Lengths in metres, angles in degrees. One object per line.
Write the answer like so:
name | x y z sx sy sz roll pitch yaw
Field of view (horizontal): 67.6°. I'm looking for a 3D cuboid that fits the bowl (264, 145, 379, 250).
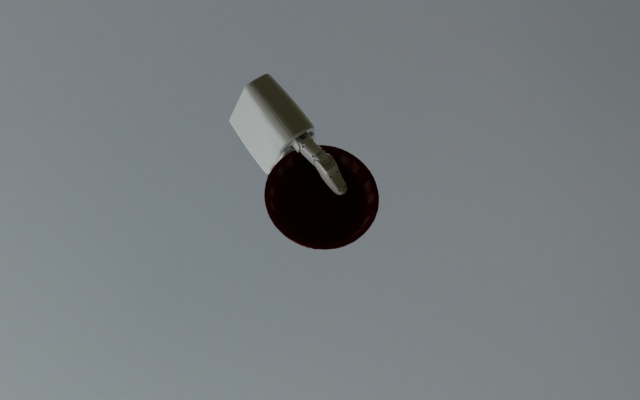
bowl | 0.001 0.004 0.689 0.162 0.162 0.055 0 -25 -6
